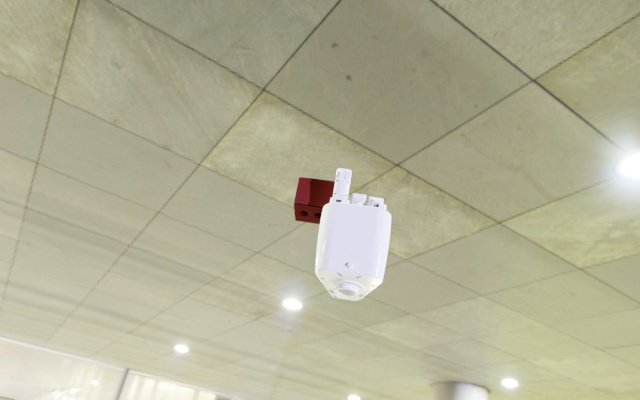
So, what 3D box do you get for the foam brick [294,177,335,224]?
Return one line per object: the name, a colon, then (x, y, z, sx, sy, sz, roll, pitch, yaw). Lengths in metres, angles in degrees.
foam brick: (0.000, 0.002, 0.741, 0.078, 0.051, 0.053, 7, -31, 5)
